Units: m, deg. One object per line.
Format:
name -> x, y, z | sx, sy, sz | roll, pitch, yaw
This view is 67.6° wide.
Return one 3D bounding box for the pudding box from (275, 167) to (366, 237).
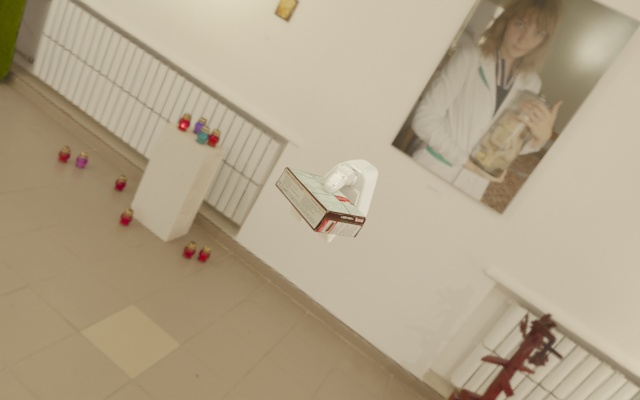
pudding box -> 0.000, 0.002, 0.689 | 0.090, 0.039, 0.113 | 11, 27, -46
